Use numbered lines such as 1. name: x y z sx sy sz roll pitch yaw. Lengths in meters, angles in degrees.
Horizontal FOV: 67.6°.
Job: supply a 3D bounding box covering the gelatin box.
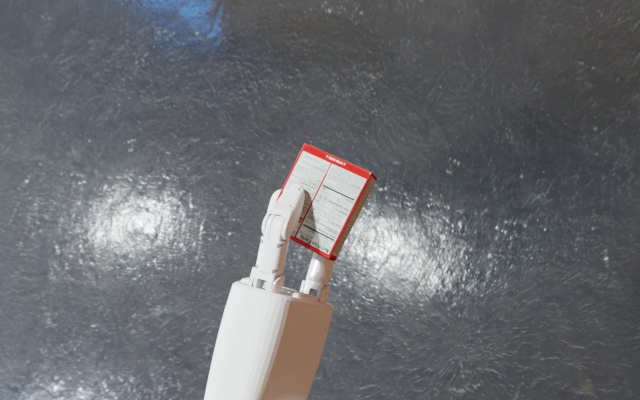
1. gelatin box: 0.000 0.001 0.448 0.073 0.089 0.030 26 -2 20
